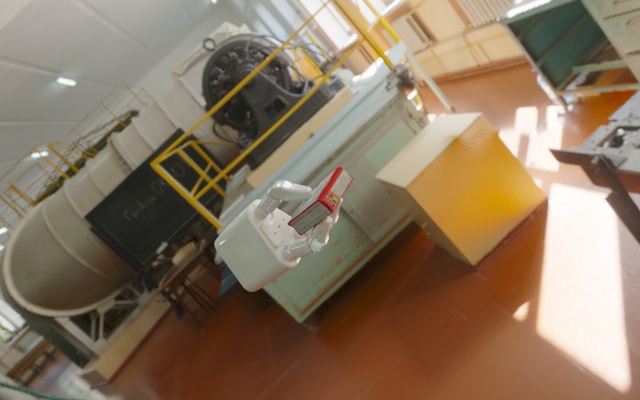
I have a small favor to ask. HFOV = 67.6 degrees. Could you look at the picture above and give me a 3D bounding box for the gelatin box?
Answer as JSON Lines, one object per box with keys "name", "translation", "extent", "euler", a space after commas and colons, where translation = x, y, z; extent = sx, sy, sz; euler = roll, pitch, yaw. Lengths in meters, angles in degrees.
{"name": "gelatin box", "translation": [0.000, 0.002, 0.669], "extent": [0.089, 0.030, 0.073], "euler": [-39, 13, 48]}
